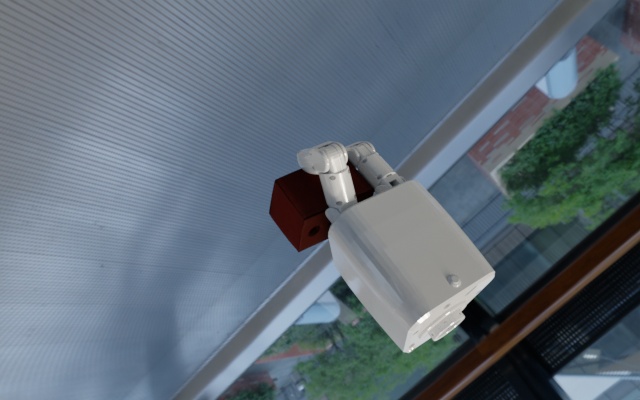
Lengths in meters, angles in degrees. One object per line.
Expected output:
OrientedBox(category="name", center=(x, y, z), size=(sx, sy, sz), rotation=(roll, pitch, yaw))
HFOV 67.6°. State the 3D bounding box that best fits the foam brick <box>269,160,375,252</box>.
OrientedBox(category="foam brick", center=(0.000, 0.002, 0.440), size=(0.078, 0.051, 0.053), rotation=(-24, -29, -26))
